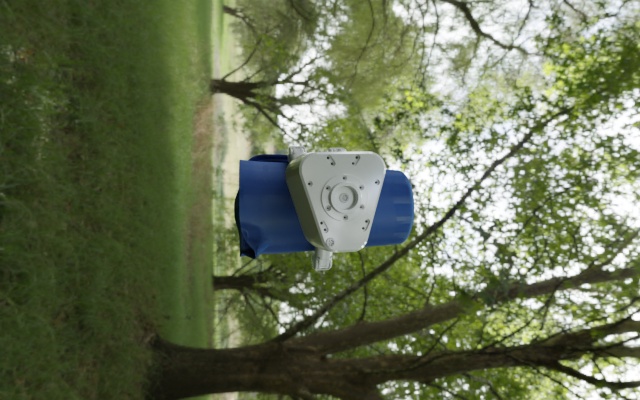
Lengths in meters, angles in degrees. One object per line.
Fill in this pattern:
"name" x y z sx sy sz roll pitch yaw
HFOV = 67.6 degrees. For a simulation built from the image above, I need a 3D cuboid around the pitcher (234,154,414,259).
"pitcher" 0.000 0.002 0.681 0.243 0.149 0.145 0 -1 -10
